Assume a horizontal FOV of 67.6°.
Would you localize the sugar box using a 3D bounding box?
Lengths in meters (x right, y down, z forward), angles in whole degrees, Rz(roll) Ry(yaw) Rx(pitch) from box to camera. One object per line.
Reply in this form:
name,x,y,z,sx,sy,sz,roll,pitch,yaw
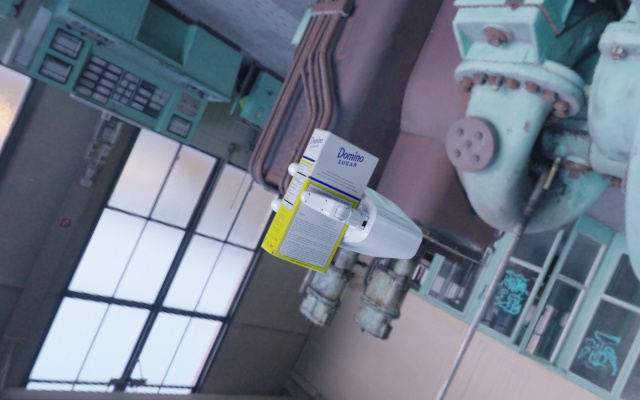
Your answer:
sugar box,0.000,0.002,0.646,0.093,0.176,0.048,24,0,-33
